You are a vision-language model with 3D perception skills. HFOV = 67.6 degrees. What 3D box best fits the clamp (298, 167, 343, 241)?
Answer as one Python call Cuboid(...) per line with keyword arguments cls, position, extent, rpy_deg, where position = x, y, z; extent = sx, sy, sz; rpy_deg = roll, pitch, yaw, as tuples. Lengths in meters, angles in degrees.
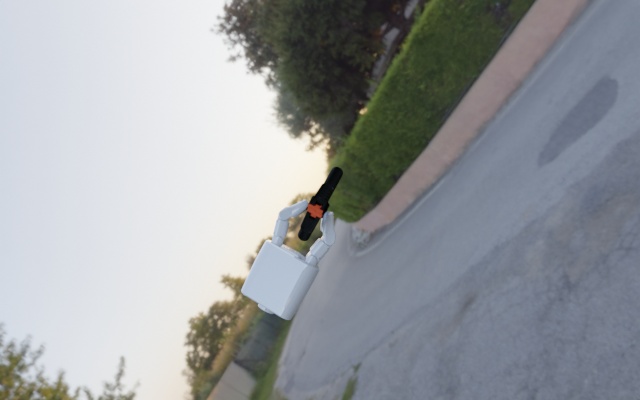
Cuboid(cls="clamp", position=(-0.001, 0.003, 0.877), extent=(0.036, 0.164, 0.210), rpy_deg=(27, -3, 1))
